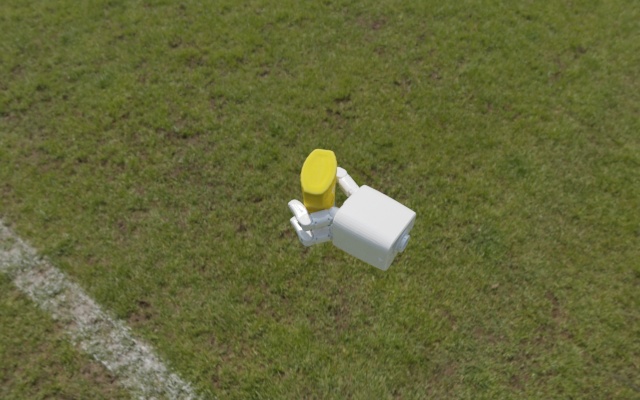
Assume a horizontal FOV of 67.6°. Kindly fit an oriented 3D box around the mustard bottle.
[{"bbox_3d":[0.000,0.003,0.855,0.058,0.096,0.192,7,-33,6],"label":"mustard bottle"}]
